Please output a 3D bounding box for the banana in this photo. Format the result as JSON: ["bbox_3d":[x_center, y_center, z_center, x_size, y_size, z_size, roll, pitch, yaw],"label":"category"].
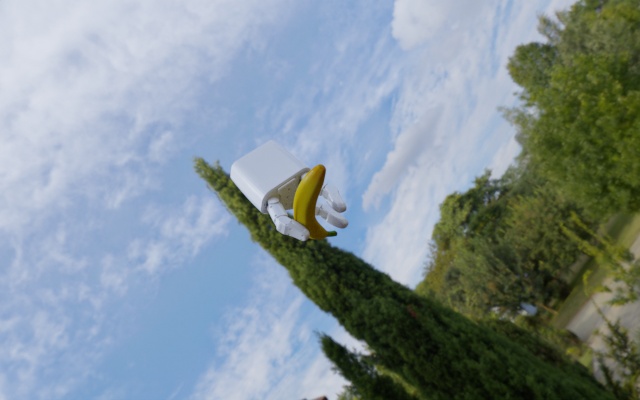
[{"bbox_3d":[-0.015,0.014,0.809,0.069,0.037,0.198,-31,-34,-14],"label":"banana"}]
